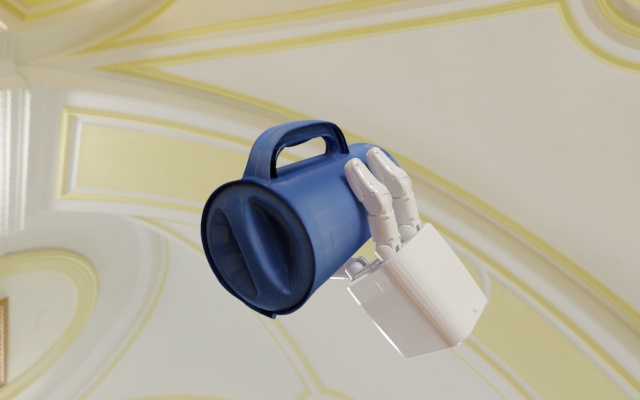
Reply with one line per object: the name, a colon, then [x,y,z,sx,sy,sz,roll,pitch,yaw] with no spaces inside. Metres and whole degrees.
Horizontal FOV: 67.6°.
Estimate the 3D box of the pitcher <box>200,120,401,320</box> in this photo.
pitcher: [0.000,0.002,0.519,0.149,0.145,0.242,-41,-7,37]
